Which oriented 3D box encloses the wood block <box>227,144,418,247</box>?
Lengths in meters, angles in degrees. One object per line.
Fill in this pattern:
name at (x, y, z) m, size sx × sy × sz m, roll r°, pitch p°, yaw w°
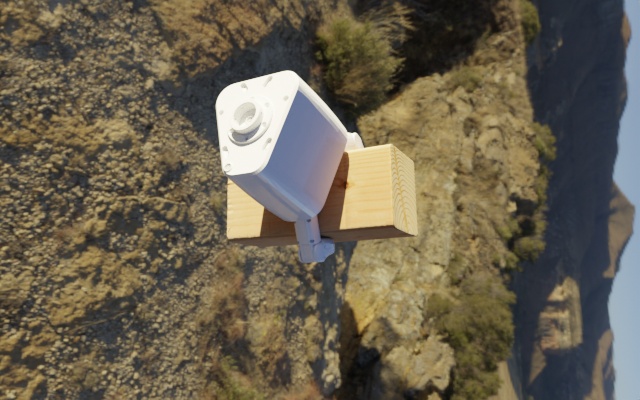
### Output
wood block at (0.000, 0.002, 0.564) m, size 0.206 × 0.091 × 0.090 m, roll -6°, pitch -12°, yaw 26°
